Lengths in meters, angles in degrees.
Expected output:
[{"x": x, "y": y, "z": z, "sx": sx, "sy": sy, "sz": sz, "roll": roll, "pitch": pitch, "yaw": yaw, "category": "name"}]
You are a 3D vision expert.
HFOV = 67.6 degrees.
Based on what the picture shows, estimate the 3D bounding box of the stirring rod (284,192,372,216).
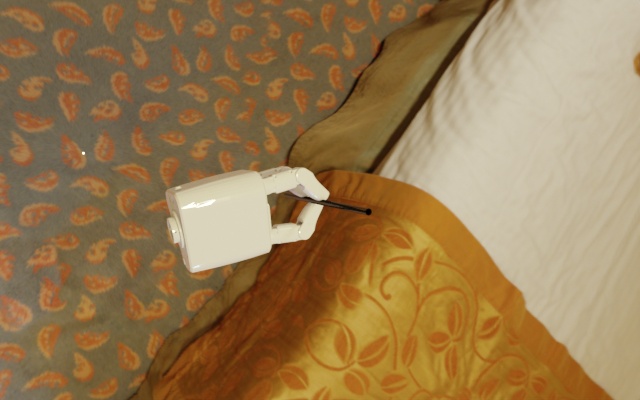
[{"x": 0.000, "y": 0.002, "z": 0.635, "sx": 0.011, "sy": 0.011, "sz": 0.239, "roll": 0, "pitch": 5, "yaw": -26, "category": "stirring rod"}]
